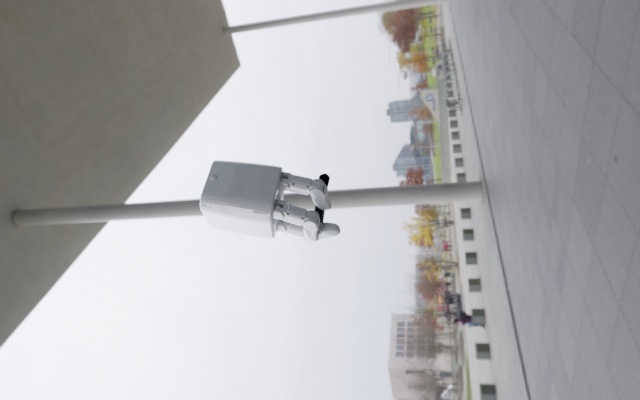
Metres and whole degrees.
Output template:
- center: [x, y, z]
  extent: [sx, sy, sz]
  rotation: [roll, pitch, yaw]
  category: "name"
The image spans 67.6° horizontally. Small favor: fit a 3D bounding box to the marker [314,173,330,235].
- center: [0.000, 0.003, 0.772]
  extent: [0.020, 0.121, 0.020]
  rotation: [5, -39, 4]
  category: "marker"
